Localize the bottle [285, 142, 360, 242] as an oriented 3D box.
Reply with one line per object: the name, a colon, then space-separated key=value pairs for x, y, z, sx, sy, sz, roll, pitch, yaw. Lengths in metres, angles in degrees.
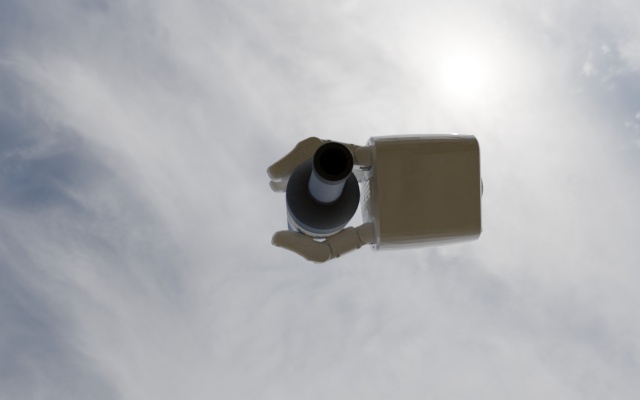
bottle: x=0.000 y=0.002 z=0.460 sx=0.069 sy=0.069 sz=0.296 roll=0 pitch=-11 yaw=-3
